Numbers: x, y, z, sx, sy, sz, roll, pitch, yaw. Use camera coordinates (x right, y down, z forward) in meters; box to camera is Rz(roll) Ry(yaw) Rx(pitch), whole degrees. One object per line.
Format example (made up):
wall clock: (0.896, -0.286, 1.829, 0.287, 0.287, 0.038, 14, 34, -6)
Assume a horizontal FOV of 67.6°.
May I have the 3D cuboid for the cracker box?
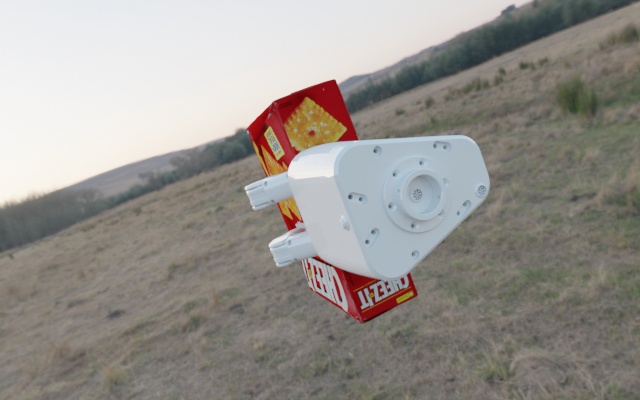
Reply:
cracker box: (0.000, 0.001, 0.495, 0.072, 0.214, 0.164, -23, 8, -15)
